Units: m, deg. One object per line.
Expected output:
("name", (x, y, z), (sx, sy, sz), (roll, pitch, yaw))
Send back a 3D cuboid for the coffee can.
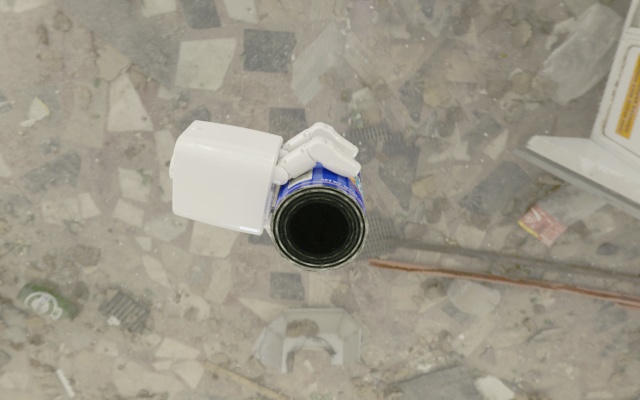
("coffee can", (0.000, 0.002, 0.556), (0.103, 0.103, 0.140), (0, 25, 1))
